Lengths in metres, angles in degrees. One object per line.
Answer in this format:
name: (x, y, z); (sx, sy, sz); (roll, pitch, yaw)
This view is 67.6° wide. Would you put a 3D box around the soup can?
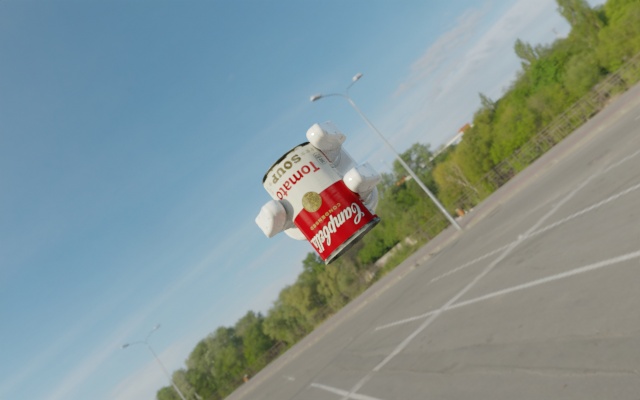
soup can: (0.000, 0.001, 0.462); (0.068, 0.102, 0.068); (-38, -10, -8)
